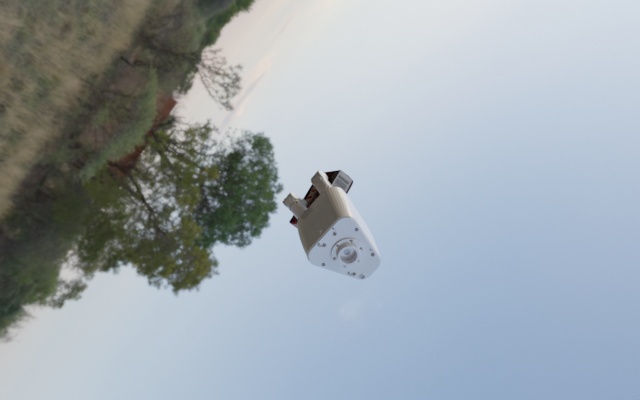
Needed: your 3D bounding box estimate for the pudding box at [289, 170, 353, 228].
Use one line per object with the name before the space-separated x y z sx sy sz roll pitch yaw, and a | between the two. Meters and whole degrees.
pudding box | 0.000 0.003 0.842 0.039 0.113 0.090 38 -15 -21
